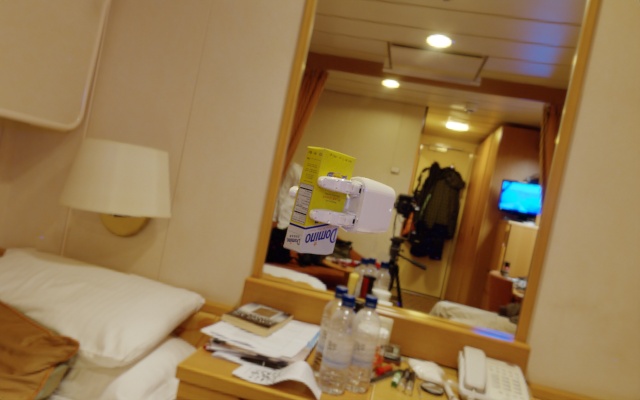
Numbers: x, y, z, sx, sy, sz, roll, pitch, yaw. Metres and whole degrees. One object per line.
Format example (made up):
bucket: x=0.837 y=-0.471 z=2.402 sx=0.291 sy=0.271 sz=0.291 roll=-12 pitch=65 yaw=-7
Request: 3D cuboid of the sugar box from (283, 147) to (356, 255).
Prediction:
sugar box: x=0.001 y=0.003 z=0.814 sx=0.048 sy=0.176 sz=0.093 roll=13 pitch=2 yaw=40
